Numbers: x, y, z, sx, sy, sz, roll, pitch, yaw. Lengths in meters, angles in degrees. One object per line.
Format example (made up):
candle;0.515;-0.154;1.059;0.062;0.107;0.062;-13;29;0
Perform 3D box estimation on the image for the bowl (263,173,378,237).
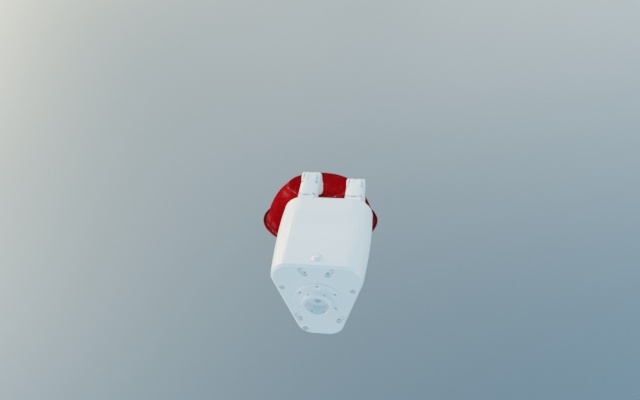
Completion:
bowl;0.000;0.001;0.668;0.162;0.055;0.162;0;24;0
